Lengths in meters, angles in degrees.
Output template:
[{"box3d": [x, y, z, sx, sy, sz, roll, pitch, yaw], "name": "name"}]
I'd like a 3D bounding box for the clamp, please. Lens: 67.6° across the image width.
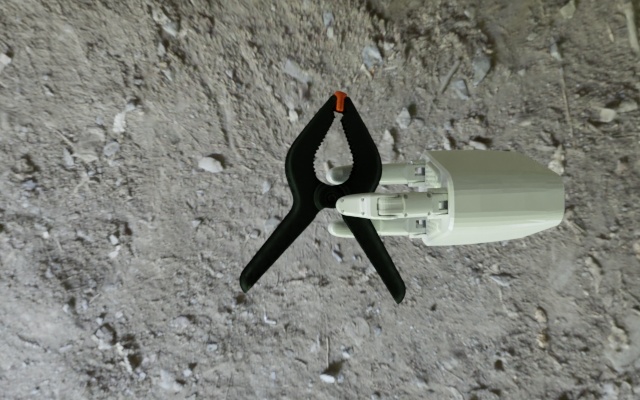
[{"box3d": [0.000, 0.001, 0.466, 0.164, 0.210, 0.036, -2, 5, -4], "name": "clamp"}]
